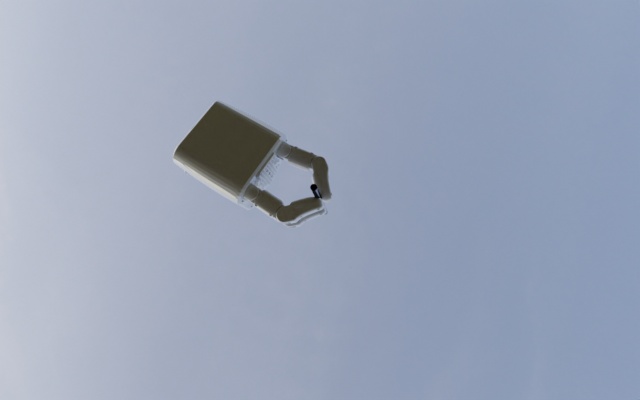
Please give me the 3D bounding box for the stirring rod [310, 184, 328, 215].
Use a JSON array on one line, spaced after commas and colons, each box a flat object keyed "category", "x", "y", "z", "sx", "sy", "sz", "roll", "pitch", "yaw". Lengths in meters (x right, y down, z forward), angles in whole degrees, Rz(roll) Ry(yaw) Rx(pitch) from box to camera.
[{"category": "stirring rod", "x": 0.000, "y": 0.002, "z": 0.646, "sx": 0.011, "sy": 0.011, "sz": 0.239, "roll": 0, "pitch": -8, "yaw": 4}]
